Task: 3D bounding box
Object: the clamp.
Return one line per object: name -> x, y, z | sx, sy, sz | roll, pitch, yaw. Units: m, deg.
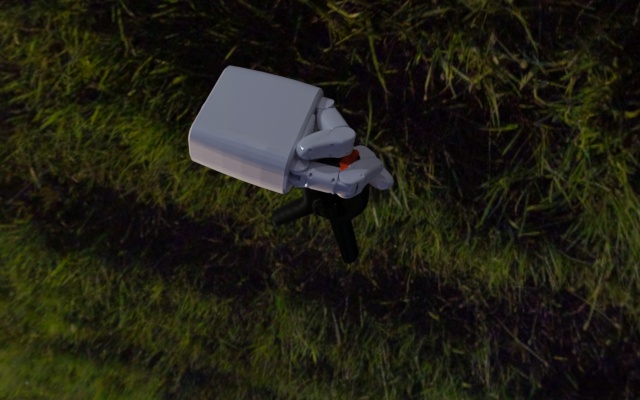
clamp -> 0.000, 0.002, 0.557 | 0.120, 0.172, 0.039 | 18, 46, 7
